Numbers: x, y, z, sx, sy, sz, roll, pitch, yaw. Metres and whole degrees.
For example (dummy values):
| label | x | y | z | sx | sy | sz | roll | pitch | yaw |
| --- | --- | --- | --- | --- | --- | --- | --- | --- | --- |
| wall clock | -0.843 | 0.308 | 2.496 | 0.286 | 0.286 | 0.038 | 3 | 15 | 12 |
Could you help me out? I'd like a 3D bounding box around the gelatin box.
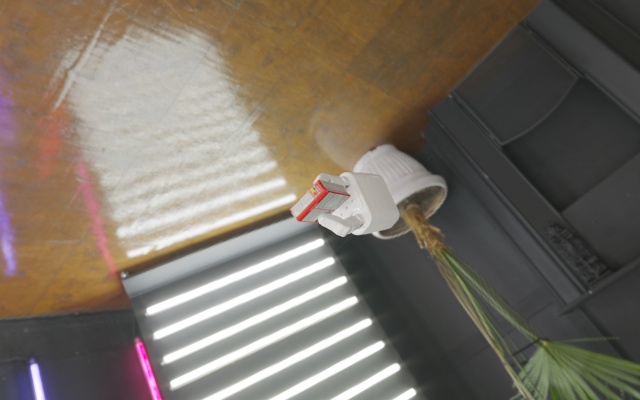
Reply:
| label | x | y | z | sx | sy | sz | roll | pitch | yaw |
| --- | --- | --- | --- | --- | --- | --- | --- | --- | --- |
| gelatin box | 0.000 | 0.003 | 0.801 | 0.073 | 0.030 | 0.089 | -45 | -23 | 19 |
